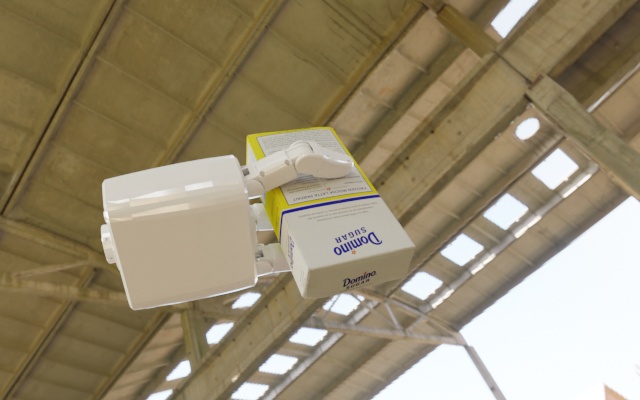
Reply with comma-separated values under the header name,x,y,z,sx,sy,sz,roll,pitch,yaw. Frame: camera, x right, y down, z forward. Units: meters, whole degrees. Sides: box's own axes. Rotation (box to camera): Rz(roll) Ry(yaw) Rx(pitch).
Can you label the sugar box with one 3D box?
name,x,y,z,sx,sy,sz,roll,pitch,yaw
sugar box,0.000,0.002,0.427,0.093,0.048,0.176,-9,46,-19
